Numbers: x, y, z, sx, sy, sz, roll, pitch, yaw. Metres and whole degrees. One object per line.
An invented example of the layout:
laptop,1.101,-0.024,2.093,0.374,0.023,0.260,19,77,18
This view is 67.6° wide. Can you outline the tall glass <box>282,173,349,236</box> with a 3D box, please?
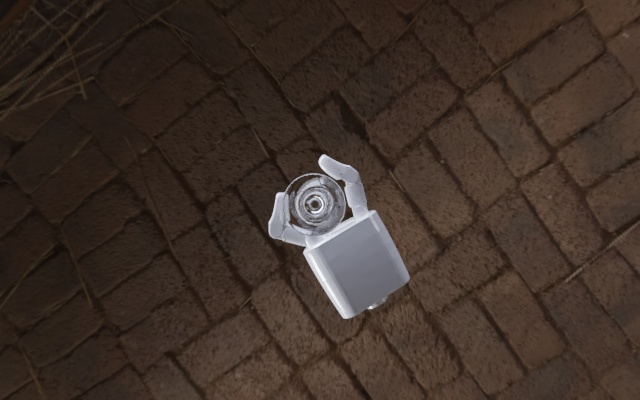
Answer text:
tall glass,0.000,0.002,0.657,0.079,0.079,0.201,0,2,4
